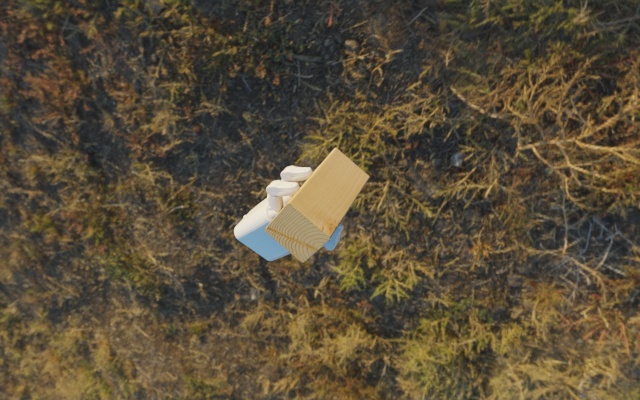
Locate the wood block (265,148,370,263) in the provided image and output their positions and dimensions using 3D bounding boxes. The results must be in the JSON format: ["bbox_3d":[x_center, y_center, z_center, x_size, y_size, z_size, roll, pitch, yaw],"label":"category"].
[{"bbox_3d":[0.000,0.003,0.864,0.090,0.091,0.206,-46,5,40],"label":"wood block"}]
